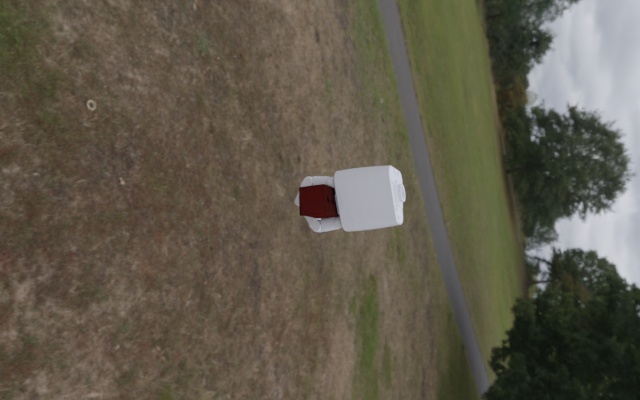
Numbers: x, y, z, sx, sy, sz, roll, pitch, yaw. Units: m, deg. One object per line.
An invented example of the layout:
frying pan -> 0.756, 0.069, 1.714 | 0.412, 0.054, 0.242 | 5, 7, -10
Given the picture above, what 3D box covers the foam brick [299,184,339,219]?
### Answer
foam brick -> 0.000, 0.003, 0.870 | 0.051, 0.053, 0.078 | -6, -8, 22
